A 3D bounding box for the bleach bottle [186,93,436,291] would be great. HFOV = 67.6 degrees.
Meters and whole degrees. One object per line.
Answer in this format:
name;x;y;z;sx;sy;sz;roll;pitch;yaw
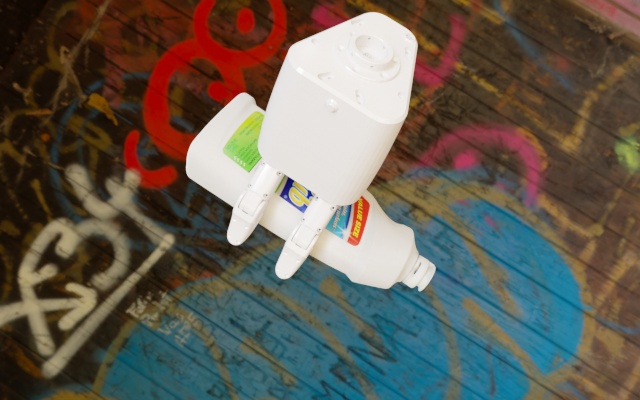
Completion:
bleach bottle;0.000;0.002;0.466;0.251;0.102;0.068;32;-35;3
